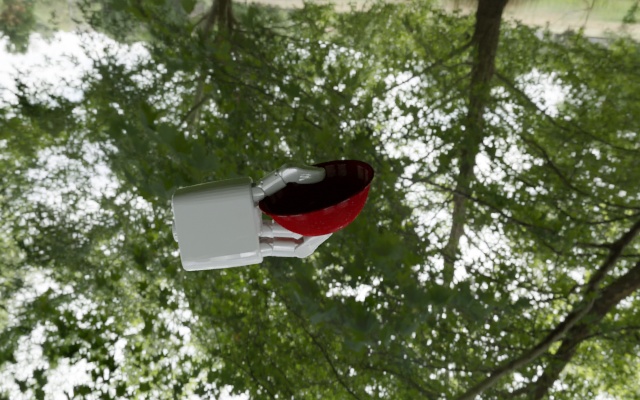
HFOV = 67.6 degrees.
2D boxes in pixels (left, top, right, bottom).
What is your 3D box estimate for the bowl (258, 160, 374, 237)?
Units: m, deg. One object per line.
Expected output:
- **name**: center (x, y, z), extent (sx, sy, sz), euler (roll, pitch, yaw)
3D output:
- **bowl**: center (0.001, 0.002, 0.649), extent (0.162, 0.055, 0.162), euler (-15, 24, 7)
